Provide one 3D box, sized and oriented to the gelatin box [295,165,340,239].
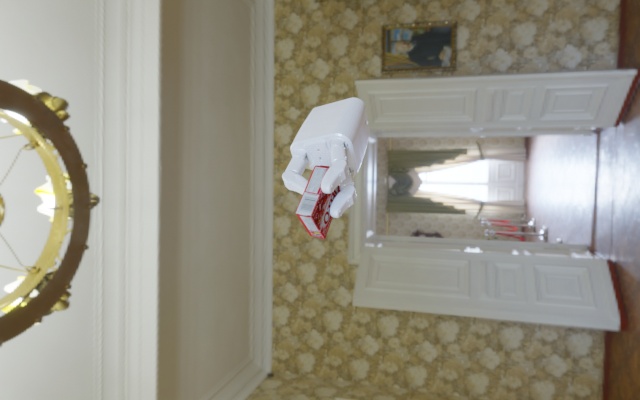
[{"bbox_3d":[0.000,0.003,0.727,0.030,0.089,0.073,10,-27,24],"label":"gelatin box"}]
